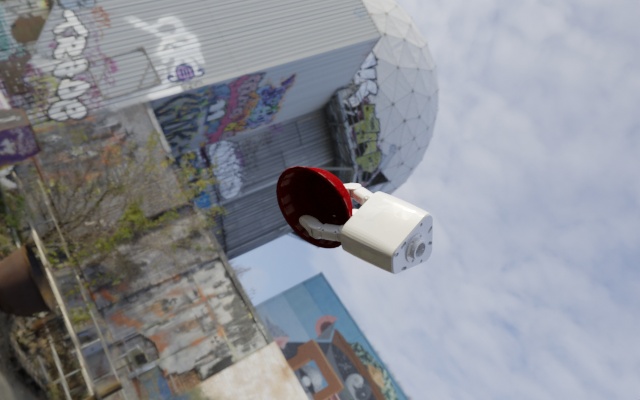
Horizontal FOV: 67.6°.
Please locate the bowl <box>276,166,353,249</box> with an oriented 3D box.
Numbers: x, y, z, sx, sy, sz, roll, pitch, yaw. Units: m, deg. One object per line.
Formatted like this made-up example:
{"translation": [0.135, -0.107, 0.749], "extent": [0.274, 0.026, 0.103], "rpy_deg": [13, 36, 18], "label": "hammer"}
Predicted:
{"translation": [-0.001, 0.002, 0.838], "extent": [0.162, 0.162, 0.055], "rpy_deg": [0, 28, 42], "label": "bowl"}
